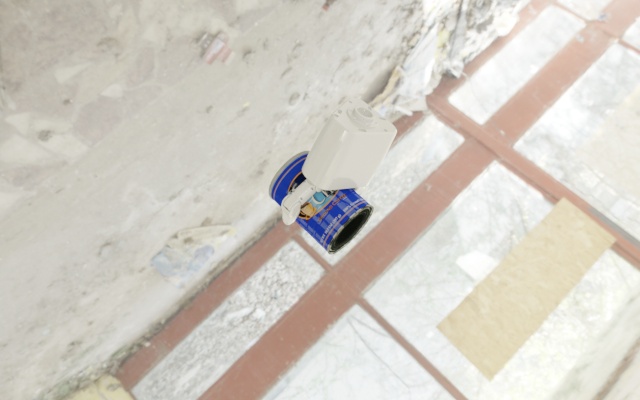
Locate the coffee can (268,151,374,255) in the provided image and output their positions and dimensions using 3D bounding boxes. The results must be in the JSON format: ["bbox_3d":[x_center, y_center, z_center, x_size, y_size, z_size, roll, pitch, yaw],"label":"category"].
[{"bbox_3d":[0.000,0.003,0.769,0.140,0.103,0.103,43,16,19],"label":"coffee can"}]
